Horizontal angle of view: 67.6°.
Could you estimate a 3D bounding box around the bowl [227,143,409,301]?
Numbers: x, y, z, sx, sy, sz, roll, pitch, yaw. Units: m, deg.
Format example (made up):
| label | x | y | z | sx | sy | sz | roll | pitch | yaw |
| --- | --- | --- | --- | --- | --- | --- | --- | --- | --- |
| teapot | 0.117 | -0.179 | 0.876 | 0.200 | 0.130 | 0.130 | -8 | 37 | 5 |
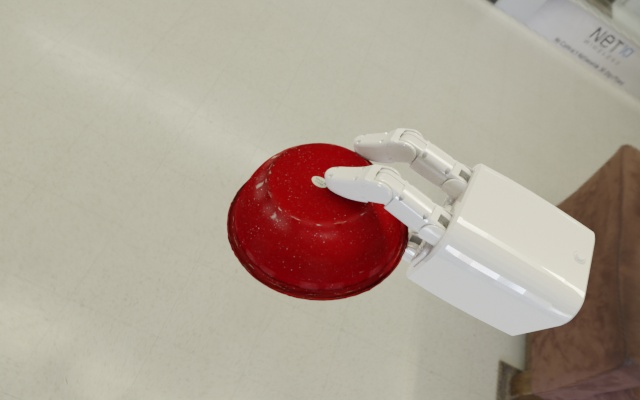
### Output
| label | x | y | z | sx | sy | sz | roll | pitch | yaw |
| --- | --- | --- | --- | --- | --- | --- | --- | --- | --- |
| bowl | -0.001 | 0.001 | 0.407 | 0.162 | 0.162 | 0.055 | 0 | -41 | -5 |
